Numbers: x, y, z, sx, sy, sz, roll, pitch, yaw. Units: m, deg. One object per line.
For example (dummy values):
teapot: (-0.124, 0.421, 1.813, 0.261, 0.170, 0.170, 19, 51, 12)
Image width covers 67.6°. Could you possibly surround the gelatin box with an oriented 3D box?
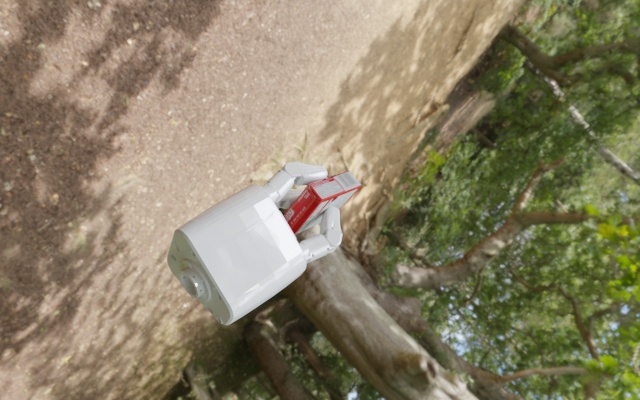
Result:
gelatin box: (0.001, 0.002, 0.606, 0.089, 0.030, 0.073, -21, -22, -49)
